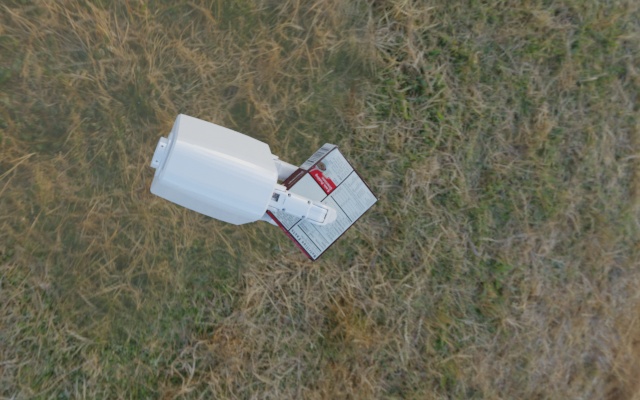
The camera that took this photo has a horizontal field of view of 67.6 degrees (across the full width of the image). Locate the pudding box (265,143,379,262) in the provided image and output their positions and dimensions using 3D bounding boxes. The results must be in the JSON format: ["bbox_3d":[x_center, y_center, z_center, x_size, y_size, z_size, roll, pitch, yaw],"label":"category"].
[{"bbox_3d":[0.000,0.002,0.565,0.113,0.090,0.039,-42,20,-7],"label":"pudding box"}]
